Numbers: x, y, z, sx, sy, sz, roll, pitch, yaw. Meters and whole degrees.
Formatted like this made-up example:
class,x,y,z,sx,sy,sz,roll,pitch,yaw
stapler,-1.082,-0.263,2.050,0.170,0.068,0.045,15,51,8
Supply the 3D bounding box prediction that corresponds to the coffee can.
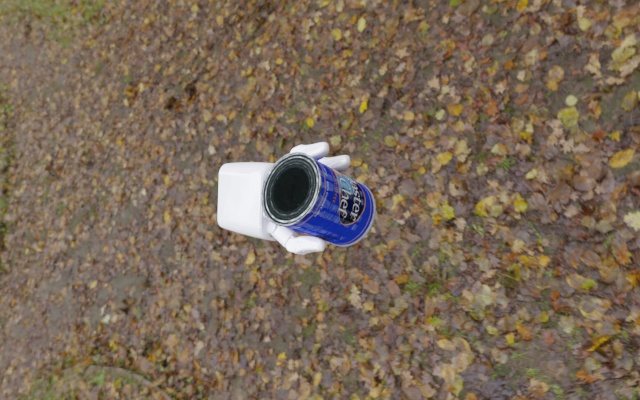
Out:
class,x,y,z,sx,sy,sz,roll,pitch,yaw
coffee can,0.000,0.002,0.681,0.103,0.102,0.140,0,-15,38
